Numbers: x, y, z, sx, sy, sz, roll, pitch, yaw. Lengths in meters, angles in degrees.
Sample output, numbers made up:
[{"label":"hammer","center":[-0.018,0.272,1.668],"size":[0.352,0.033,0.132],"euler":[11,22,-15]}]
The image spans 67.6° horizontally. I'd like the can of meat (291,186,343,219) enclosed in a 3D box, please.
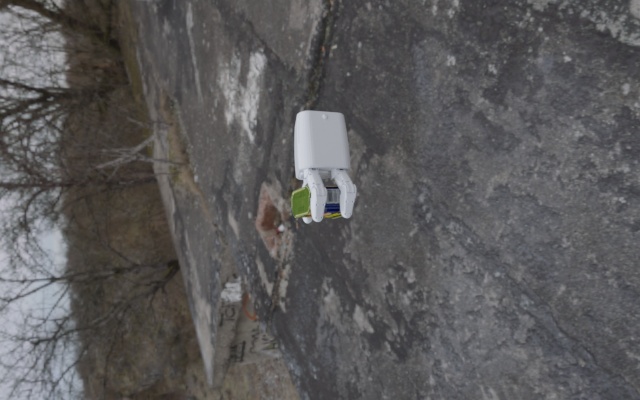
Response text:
[{"label":"can of meat","center":[0.000,0.003,0.889],"size":[0.084,0.057,0.102],"euler":[0,-7,-23]}]
